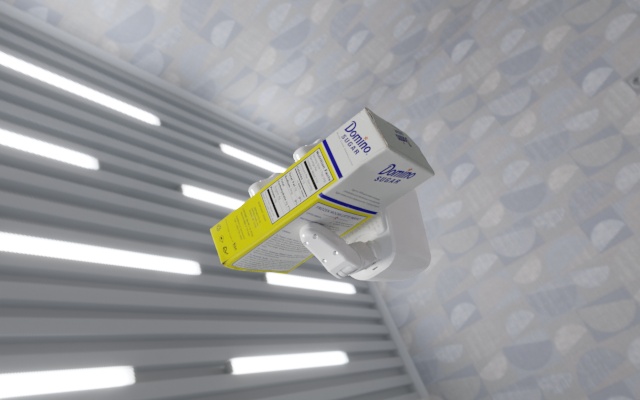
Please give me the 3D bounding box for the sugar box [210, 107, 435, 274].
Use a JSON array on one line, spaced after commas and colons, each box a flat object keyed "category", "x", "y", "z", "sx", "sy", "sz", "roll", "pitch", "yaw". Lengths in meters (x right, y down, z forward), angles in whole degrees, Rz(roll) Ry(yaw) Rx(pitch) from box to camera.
[{"category": "sugar box", "x": 0.000, "y": 0.001, "z": 0.408, "sx": 0.176, "sy": 0.048, "sz": 0.093, "roll": -38, "pitch": -29, "yaw": 22}]
